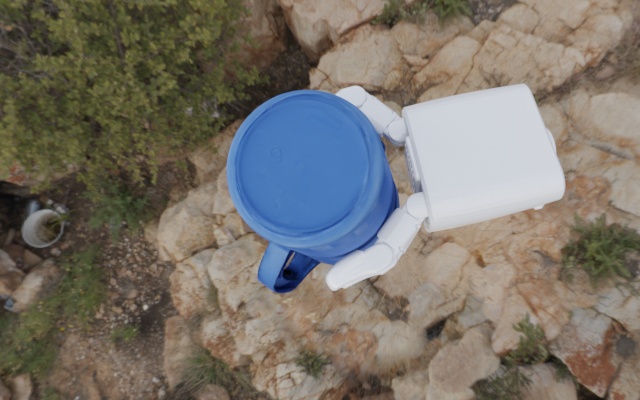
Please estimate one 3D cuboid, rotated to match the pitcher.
[{"bbox_3d":[0.000,0.001,0.426,0.145,0.149,0.243,-12,-9,7],"label":"pitcher"}]
